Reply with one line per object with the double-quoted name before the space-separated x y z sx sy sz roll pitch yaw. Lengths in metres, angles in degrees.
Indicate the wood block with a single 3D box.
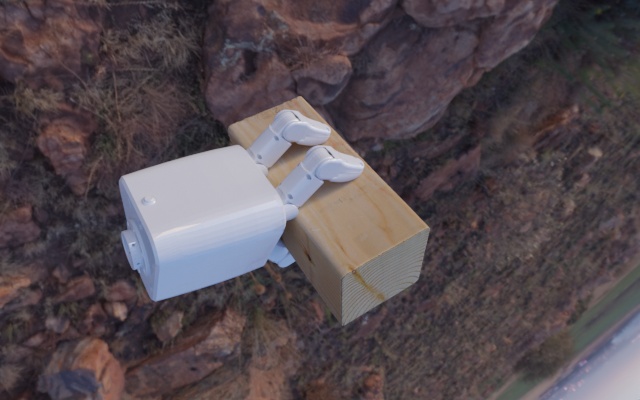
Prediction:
"wood block" 0.000 0.002 0.465 0.090 0.206 0.091 -27 -35 -18
